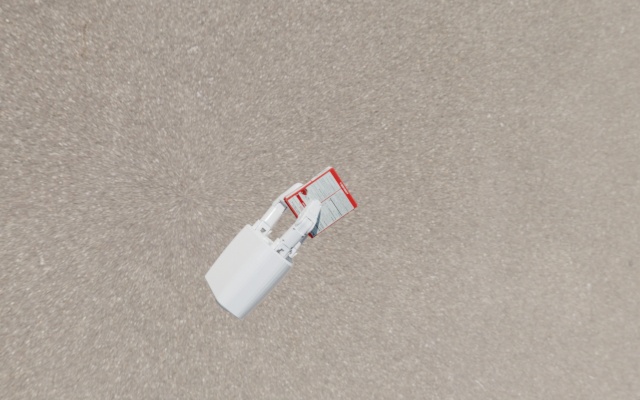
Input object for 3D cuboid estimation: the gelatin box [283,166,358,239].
[{"bbox_3d":[0.000,0.002,0.724,0.089,0.073,0.030,-35,12,-3],"label":"gelatin box"}]
